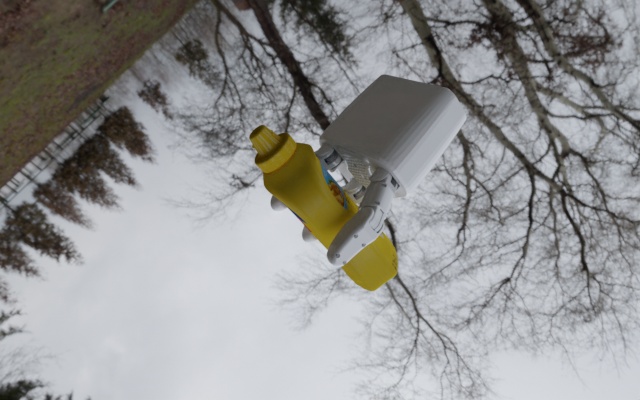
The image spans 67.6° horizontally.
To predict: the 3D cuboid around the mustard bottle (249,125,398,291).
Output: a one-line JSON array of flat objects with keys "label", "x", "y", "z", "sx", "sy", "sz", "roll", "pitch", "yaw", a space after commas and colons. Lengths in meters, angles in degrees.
[{"label": "mustard bottle", "x": 0.000, "y": 0.002, "z": 0.465, "sx": 0.058, "sy": 0.192, "sz": 0.096, "roll": -37, "pitch": 28, "yaw": 7}]
